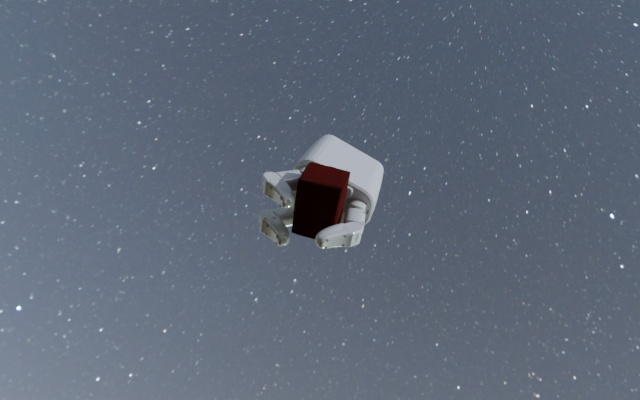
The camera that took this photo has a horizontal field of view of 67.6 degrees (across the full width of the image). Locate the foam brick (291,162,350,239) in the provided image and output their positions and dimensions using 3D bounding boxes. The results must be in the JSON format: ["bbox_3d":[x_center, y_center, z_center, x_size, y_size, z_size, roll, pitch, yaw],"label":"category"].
[{"bbox_3d":[0.000,0.002,0.571,0.053,0.078,0.051,15,32,8],"label":"foam brick"}]
